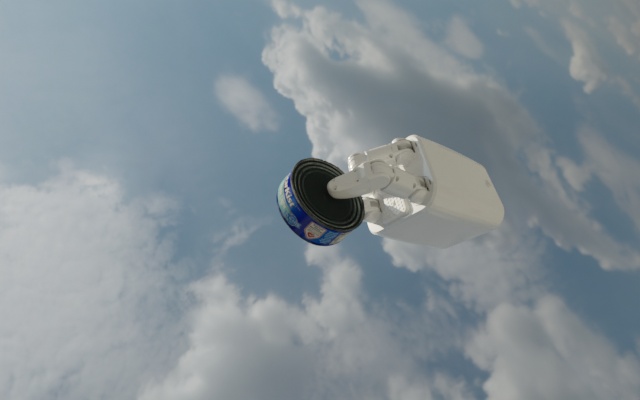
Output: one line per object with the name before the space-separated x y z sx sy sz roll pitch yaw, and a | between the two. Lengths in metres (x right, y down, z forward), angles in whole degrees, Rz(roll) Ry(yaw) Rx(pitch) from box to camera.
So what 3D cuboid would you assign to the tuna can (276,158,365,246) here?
tuna can | 0.000 0.002 0.472 0.086 0.086 0.034 0 -34 -41
